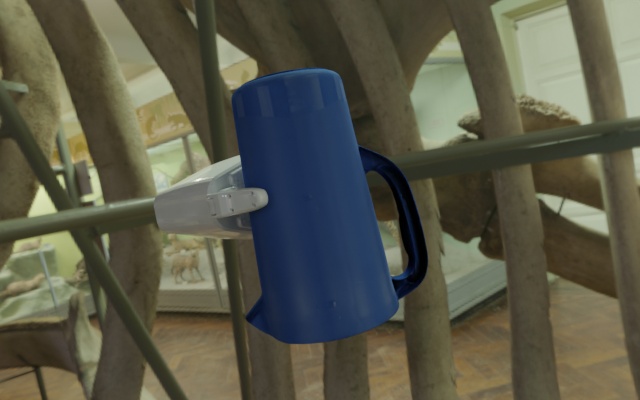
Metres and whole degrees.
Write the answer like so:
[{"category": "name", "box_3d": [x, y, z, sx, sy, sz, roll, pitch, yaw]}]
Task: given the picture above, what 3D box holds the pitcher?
[{"category": "pitcher", "box_3d": [0.000, 0.002, 0.468, 0.145, 0.243, 0.149, -8, 5, 38]}]
